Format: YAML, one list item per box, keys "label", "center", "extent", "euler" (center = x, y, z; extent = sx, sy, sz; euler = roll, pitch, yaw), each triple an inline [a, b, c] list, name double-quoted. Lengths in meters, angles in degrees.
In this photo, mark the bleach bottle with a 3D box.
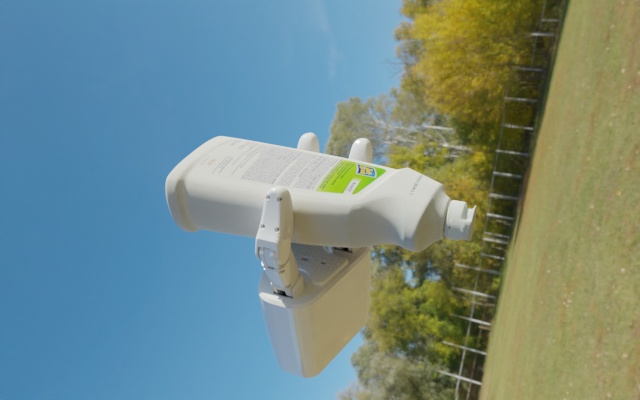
- label: "bleach bottle"
  center: [0.000, 0.001, 0.409]
  extent: [0.251, 0.068, 0.102]
  euler: [11, 39, 22]
